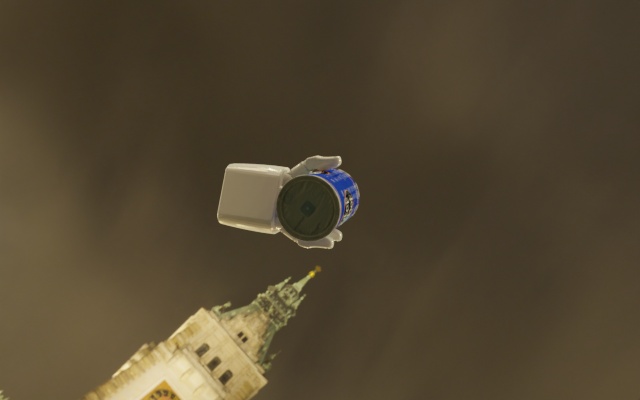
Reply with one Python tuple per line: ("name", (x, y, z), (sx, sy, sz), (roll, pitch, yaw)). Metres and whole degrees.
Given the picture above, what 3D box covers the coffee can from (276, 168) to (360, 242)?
("coffee can", (0.000, 0.003, 0.787), (0.103, 0.103, 0.140), (0, 8, 17))
